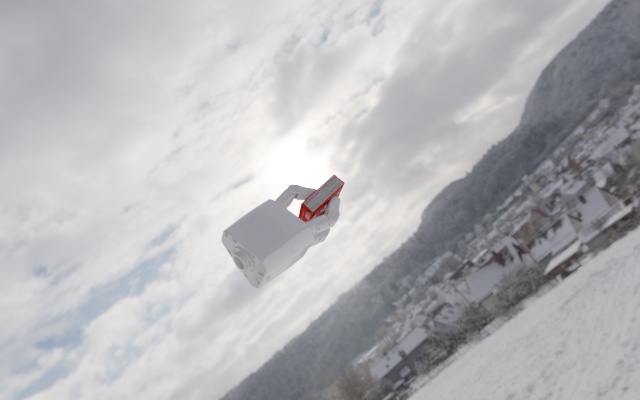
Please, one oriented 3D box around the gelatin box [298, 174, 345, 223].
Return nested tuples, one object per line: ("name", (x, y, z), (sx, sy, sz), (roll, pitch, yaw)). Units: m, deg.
("gelatin box", (0.000, 0.002, 0.864), (0.089, 0.030, 0.073), (-43, -12, -23))
